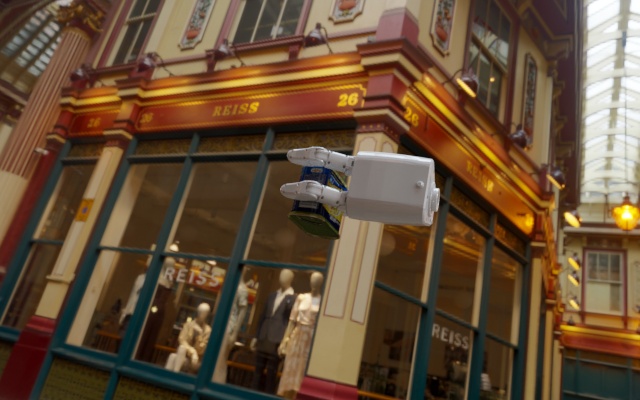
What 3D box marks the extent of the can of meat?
[{"bbox_3d":[0.000,0.002,0.715,0.057,0.084,0.102,5,-21,24],"label":"can of meat"}]
